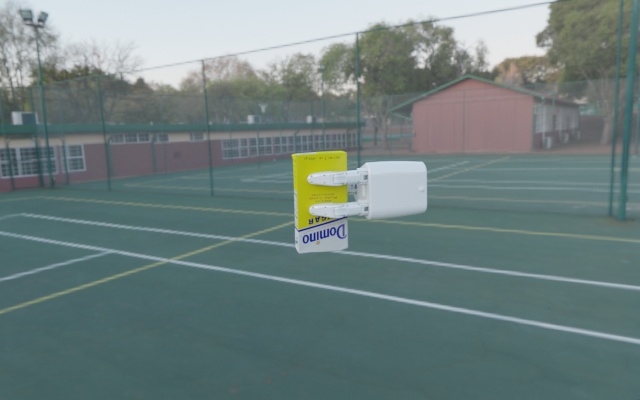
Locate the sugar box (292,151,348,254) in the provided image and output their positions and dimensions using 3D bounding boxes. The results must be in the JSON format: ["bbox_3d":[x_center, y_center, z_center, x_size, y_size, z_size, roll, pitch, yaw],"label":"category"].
[{"bbox_3d":[0.000,0.003,0.848,0.093,0.176,0.048,-4,9,-11],"label":"sugar box"}]
